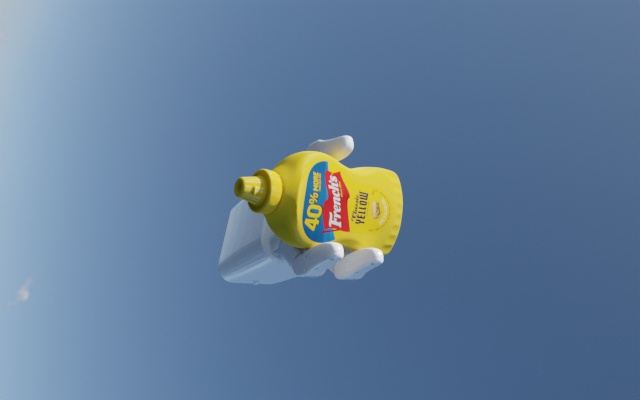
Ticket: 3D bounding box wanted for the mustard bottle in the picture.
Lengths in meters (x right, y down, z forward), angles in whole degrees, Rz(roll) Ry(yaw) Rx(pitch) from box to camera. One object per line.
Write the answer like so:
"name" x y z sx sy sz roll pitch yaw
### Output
"mustard bottle" 0.000 0.002 0.481 0.191 0.096 0.058 11 -3 -39
